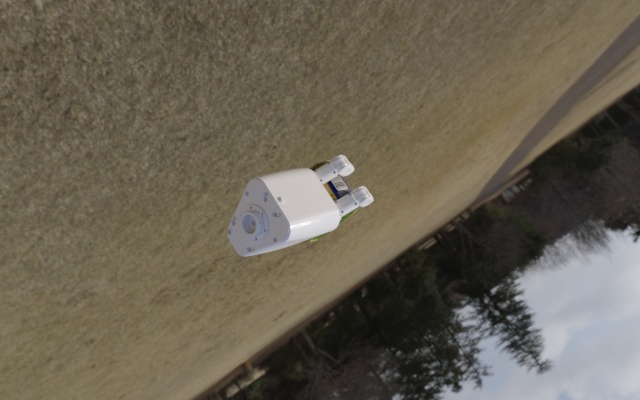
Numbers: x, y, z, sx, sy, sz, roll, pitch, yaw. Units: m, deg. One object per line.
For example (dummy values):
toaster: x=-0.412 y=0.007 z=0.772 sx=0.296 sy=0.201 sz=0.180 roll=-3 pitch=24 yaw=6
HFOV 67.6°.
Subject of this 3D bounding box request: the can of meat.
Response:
can of meat: x=0.000 y=0.003 z=0.728 sx=0.102 sy=0.084 sz=0.057 roll=-42 pitch=-17 yaw=30
